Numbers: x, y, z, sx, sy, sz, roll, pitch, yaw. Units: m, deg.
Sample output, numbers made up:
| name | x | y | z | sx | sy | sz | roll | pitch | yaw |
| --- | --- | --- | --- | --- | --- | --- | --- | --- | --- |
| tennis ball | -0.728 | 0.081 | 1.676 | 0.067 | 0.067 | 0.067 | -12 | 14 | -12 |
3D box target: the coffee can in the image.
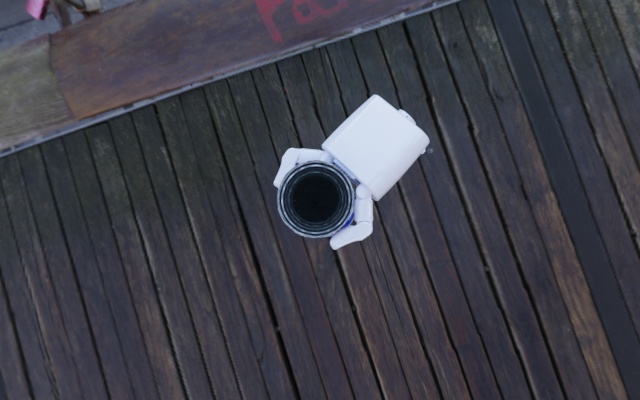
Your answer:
| name | x | y | z | sx | sy | sz | roll | pitch | yaw |
| --- | --- | --- | --- | --- | --- | --- | --- | --- | --- |
| coffee can | 0.000 | 0.002 | 0.690 | 0.103 | 0.103 | 0.140 | 0 | -3 | 6 |
